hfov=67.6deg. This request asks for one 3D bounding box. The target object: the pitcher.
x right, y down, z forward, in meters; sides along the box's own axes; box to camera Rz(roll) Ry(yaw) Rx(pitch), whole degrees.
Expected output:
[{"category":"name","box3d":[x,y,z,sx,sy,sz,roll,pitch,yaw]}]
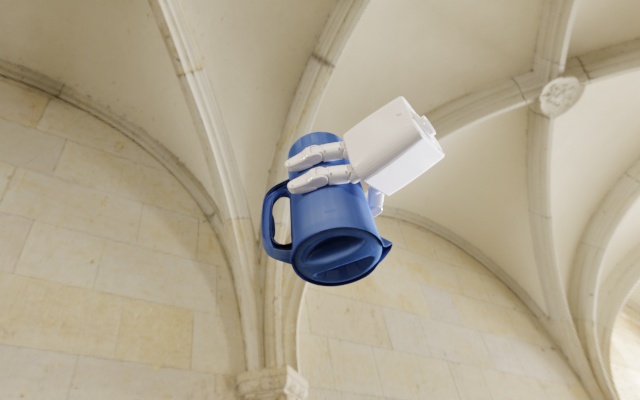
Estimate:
[{"category":"pitcher","box3d":[0.000,0.002,0.750,0.145,0.242,0.149,-36,-50,23]}]
